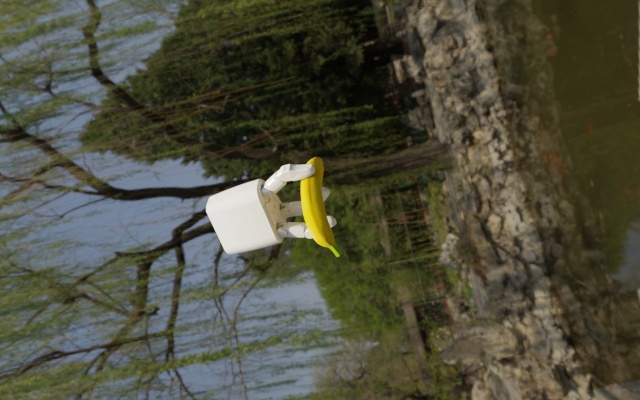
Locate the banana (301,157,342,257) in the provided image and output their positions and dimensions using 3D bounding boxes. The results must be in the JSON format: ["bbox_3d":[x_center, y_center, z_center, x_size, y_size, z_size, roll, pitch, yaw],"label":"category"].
[{"bbox_3d":[-0.007,-0.002,0.804,0.037,0.197,0.070,-20,-31,18],"label":"banana"}]
